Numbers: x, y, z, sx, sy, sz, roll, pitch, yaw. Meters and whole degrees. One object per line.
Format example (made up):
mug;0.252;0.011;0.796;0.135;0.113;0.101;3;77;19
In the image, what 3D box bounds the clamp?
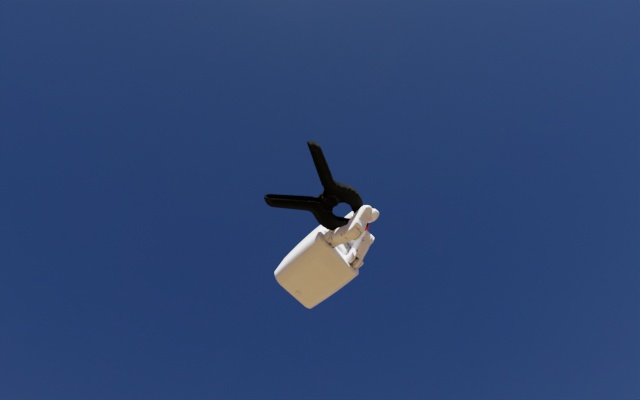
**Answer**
clamp;0.000;0.002;0.749;0.120;0.171;0.039;-40;20;13
